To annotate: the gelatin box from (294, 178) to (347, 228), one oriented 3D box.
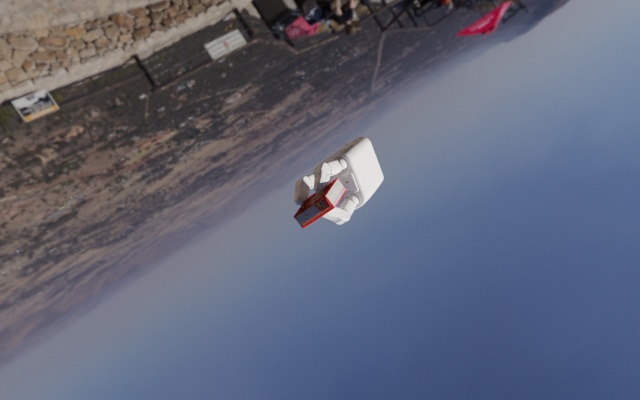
[{"bbox_3d":[0.000,0.003,0.828,0.073,0.030,0.089,-33,11,27],"label":"gelatin box"}]
